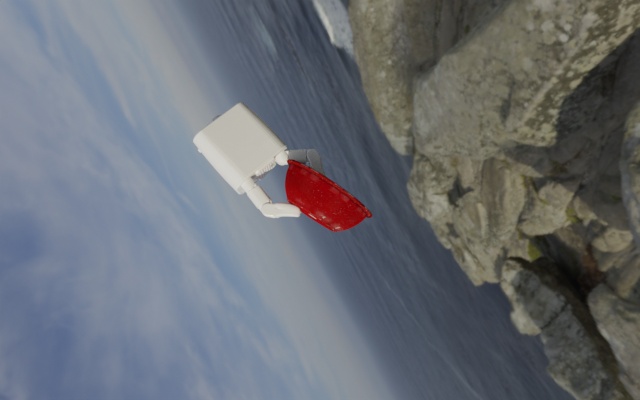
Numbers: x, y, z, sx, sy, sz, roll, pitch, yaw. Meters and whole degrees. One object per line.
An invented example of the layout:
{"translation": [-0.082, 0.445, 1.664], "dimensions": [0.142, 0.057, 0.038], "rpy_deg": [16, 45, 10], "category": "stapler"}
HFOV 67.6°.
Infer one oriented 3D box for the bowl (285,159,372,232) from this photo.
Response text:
{"translation": [0.001, 0.004, 0.753], "dimensions": [0.162, 0.055, 0.162], "rpy_deg": [33, -6, 4], "category": "bowl"}
